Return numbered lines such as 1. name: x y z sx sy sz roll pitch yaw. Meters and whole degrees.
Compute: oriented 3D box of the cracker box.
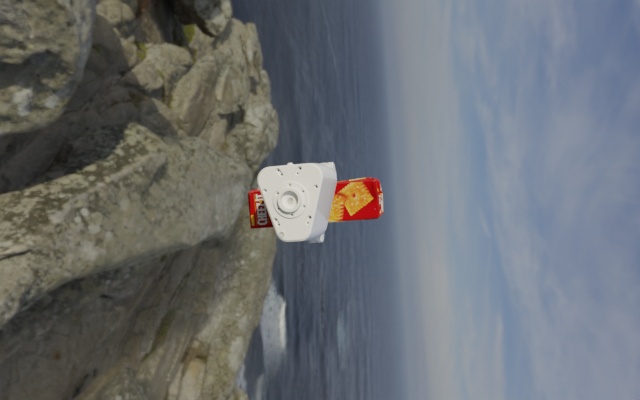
1. cracker box: 0.000 0.003 0.842 0.214 0.072 0.164 -4 1 10
